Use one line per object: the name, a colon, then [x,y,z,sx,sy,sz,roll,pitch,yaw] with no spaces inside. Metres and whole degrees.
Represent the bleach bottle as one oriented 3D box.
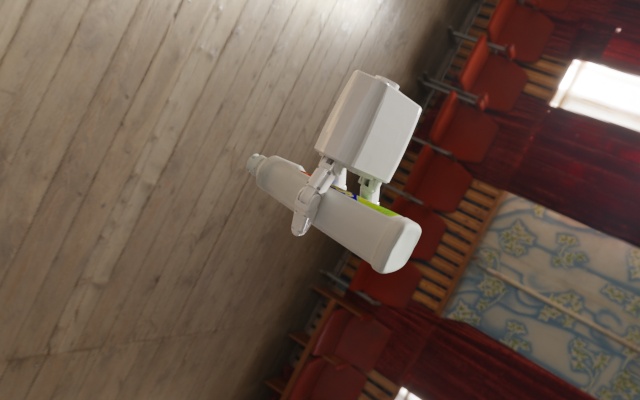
bleach bottle: [0.000,0.002,0.615,0.250,0.068,0.102,29,9,24]
